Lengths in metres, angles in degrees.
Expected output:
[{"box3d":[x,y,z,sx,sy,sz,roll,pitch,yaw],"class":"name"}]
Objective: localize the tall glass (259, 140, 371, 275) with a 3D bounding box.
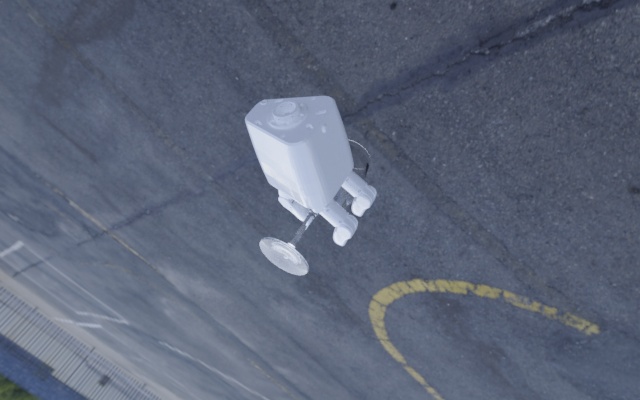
[{"box3d":[0.000,0.003,0.665,0.079,0.201,0.079,24,-32,16],"class":"tall glass"}]
